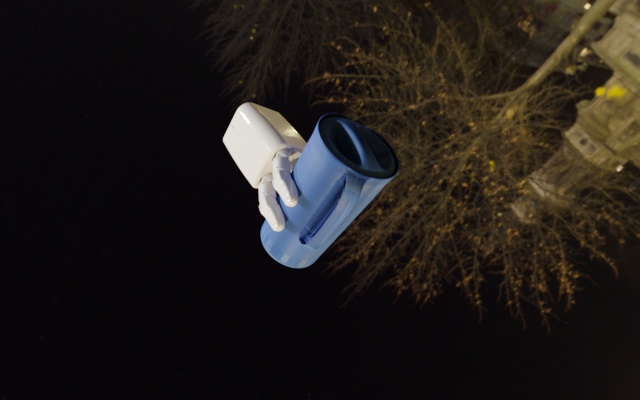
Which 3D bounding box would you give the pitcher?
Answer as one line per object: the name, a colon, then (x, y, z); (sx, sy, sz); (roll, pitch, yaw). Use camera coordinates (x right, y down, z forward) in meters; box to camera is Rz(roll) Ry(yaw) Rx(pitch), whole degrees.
pitcher: (0.000, 0.002, 0.730); (0.149, 0.145, 0.243); (-16, -31, -47)
